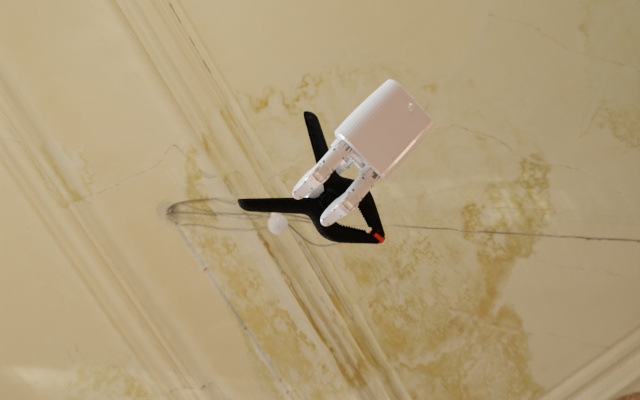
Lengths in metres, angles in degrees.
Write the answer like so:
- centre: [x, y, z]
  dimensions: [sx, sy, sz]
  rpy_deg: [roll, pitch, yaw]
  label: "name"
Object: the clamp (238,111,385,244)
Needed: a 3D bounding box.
- centre: [0.001, 0.002, 0.680]
  dimensions: [0.210, 0.164, 0.036]
  rpy_deg: [44, 1, -11]
  label: "clamp"
